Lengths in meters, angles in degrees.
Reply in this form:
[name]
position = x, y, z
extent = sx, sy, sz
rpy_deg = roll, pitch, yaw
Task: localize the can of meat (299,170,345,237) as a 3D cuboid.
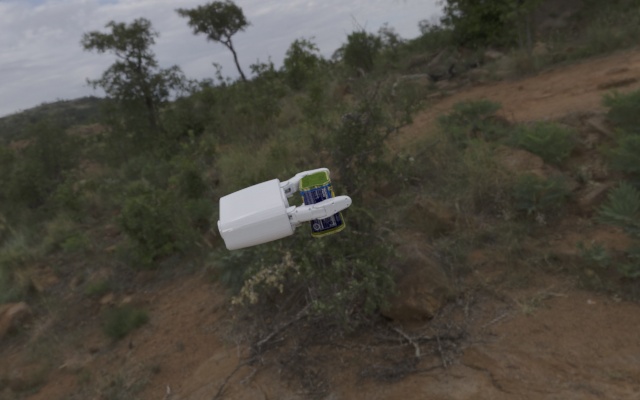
[can of meat]
position = 0.000, 0.002, 0.796
extent = 0.057, 0.084, 0.102
rpy_deg = -16, 15, 1
